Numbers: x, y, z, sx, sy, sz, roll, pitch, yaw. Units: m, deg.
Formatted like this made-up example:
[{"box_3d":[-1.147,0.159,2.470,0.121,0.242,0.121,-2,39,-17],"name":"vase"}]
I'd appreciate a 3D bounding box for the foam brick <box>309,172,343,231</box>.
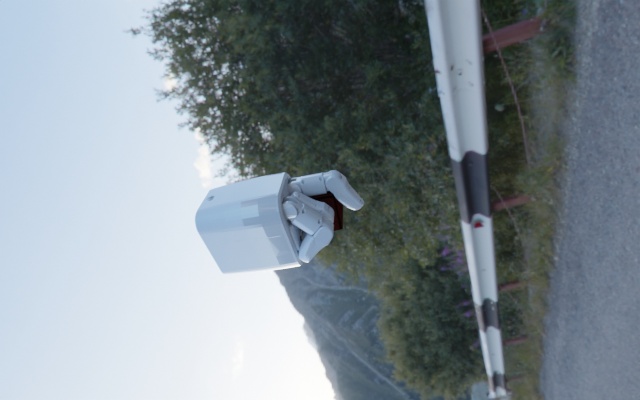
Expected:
[{"box_3d":[0.000,0.002,0.635,0.051,0.053,0.078,-10,25,8],"name":"foam brick"}]
